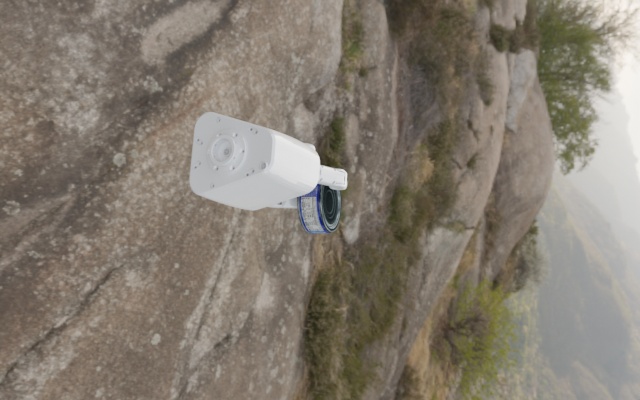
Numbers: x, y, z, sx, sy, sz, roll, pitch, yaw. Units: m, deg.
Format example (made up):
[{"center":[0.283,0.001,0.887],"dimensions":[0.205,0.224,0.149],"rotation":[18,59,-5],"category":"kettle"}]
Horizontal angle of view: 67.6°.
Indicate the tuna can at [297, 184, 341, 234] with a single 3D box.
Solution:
[{"center":[0.001,0.002,0.651],"dimensions":[0.034,0.086,0.086],"rotation":[-2,-1,21],"category":"tuna can"}]
